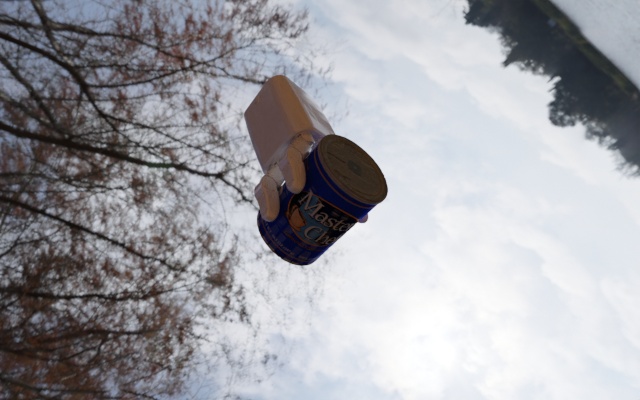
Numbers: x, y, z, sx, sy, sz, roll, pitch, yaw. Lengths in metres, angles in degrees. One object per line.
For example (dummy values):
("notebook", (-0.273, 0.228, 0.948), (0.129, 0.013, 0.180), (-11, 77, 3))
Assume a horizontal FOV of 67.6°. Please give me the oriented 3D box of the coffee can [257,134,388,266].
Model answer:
("coffee can", (0.000, 0.002, 0.597), (0.103, 0.102, 0.140), (0, -37, -48))
